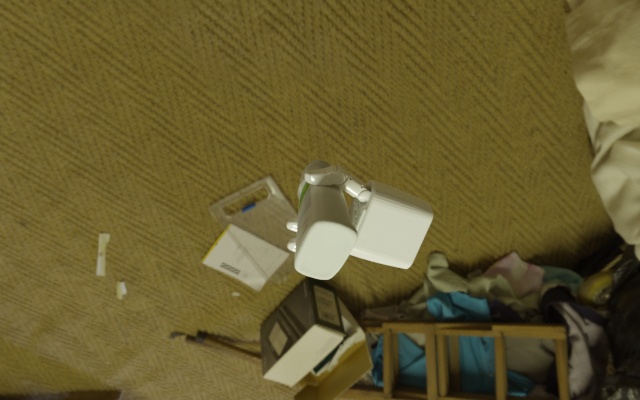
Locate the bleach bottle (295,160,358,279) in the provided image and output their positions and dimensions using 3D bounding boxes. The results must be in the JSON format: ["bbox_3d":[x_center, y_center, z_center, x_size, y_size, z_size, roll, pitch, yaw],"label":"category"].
[{"bbox_3d":[0.000,0.003,0.736,0.068,0.103,0.250,19,30,-15],"label":"bleach bottle"}]
